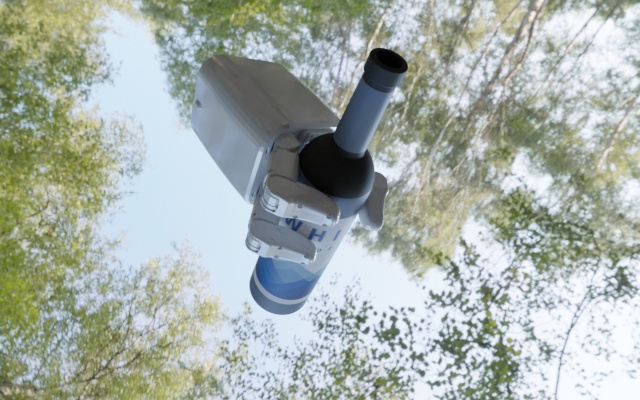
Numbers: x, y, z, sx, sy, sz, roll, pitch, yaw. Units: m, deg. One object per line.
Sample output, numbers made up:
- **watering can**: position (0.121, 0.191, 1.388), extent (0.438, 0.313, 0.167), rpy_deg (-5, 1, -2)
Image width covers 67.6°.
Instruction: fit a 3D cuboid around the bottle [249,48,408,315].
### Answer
- **bottle**: position (0.000, 0.002, 0.417), extent (0.069, 0.069, 0.296), rpy_deg (0, -40, -23)
